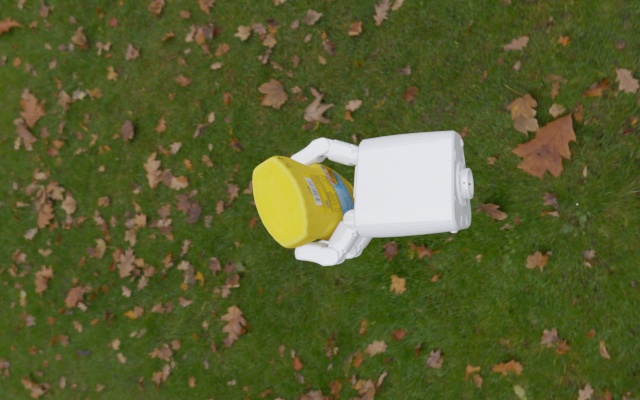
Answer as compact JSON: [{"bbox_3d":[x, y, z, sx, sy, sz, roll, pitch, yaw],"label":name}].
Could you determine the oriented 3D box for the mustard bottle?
[{"bbox_3d":[0.000,0.002,0.570,0.058,0.096,0.191,-30,-14,24],"label":"mustard bottle"}]
